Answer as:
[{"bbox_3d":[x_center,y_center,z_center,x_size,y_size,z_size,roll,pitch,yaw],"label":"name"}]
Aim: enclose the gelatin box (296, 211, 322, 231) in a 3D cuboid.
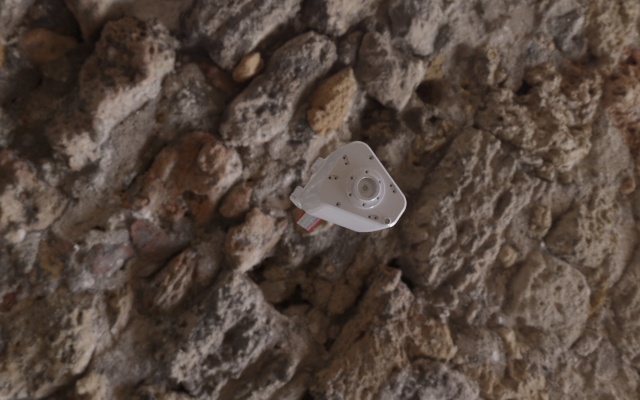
[{"bbox_3d":[0.000,0.003,0.752,0.030,0.073,0.089,35,-24,-3],"label":"gelatin box"}]
